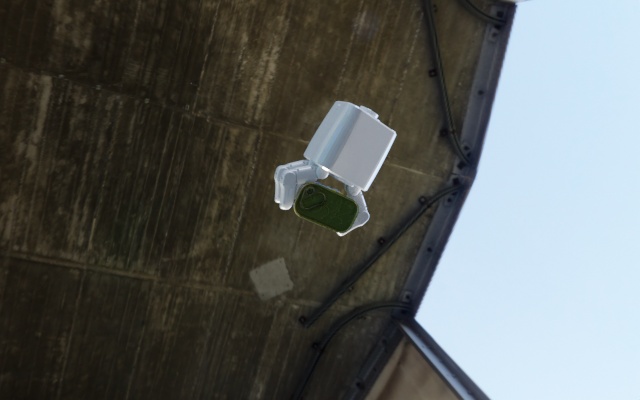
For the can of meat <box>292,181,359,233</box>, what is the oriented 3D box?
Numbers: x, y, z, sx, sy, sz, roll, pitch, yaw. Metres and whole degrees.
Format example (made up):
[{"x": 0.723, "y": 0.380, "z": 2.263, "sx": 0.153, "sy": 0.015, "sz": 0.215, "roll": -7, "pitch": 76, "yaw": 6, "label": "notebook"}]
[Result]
[{"x": 0.000, "y": 0.003, "z": 0.769, "sx": 0.102, "sy": 0.057, "sz": 0.084, "roll": 23, "pitch": 7, "yaw": -19, "label": "can of meat"}]
